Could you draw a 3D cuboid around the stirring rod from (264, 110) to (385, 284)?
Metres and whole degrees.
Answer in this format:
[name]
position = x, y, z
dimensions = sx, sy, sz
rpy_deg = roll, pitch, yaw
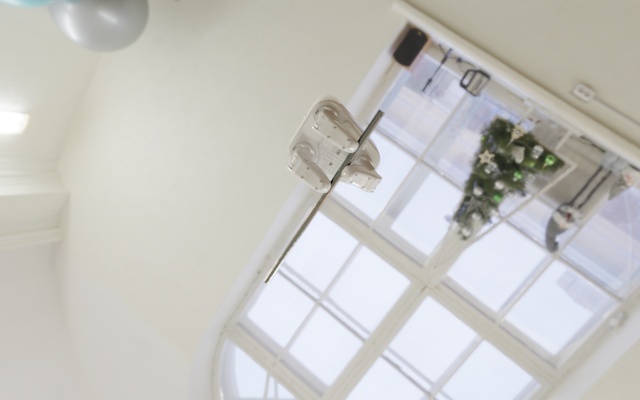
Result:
[stirring rod]
position = 0.000, 0.002, 0.537
dimensions = 0.011, 0.239, 0.011
rpy_deg = 31, 16, -10
